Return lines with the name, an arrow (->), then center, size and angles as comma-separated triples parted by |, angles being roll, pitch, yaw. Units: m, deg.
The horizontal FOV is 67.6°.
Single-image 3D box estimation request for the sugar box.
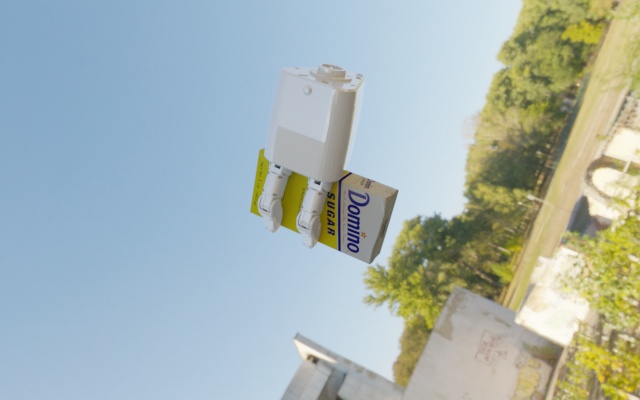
sugar box -> 0.000, 0.002, 0.597 | 0.176, 0.093, 0.048 | 22, 28, 21
